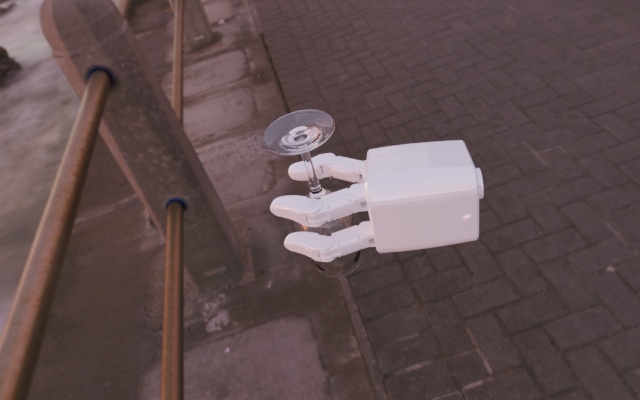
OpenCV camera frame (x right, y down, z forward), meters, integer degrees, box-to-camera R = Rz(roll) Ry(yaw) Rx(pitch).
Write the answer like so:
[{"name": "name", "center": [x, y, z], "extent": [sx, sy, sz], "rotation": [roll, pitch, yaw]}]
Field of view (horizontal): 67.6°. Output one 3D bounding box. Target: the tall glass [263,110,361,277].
[{"name": "tall glass", "center": [0.000, 0.001, 0.542], "extent": [0.079, 0.201, 0.079], "rotation": [-9, 42, 8]}]
